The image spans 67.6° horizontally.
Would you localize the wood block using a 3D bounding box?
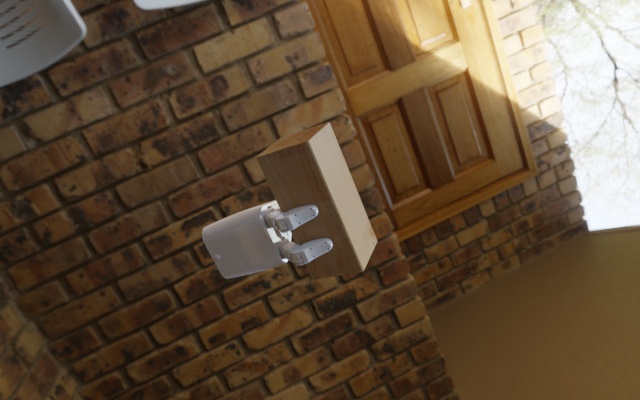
[{"bbox_3d":[0.000,0.002,0.711,0.090,0.206,0.090,-14,20,26],"label":"wood block"}]
